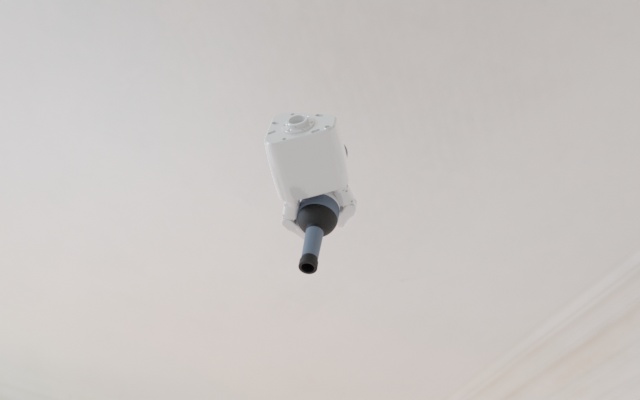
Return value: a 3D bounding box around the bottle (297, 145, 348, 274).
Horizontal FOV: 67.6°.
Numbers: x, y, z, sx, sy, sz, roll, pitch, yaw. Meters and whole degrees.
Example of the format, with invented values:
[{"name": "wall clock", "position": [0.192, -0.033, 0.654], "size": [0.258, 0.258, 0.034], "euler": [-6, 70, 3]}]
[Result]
[{"name": "bottle", "position": [0.000, 0.002, 0.789], "size": [0.069, 0.069, 0.295], "euler": [0, 39, 9]}]
